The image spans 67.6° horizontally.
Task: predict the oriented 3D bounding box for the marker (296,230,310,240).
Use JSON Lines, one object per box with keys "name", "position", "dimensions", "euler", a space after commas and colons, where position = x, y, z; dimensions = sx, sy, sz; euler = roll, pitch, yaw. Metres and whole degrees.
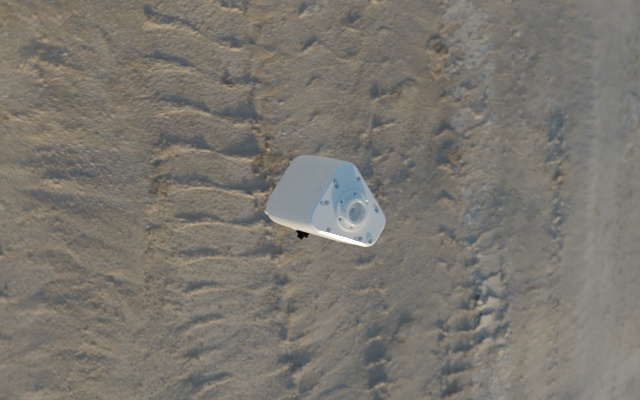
{"name": "marker", "position": [0.000, 0.002, 0.687], "dimensions": [0.020, 0.121, 0.020], "euler": [29, -12, 7]}
